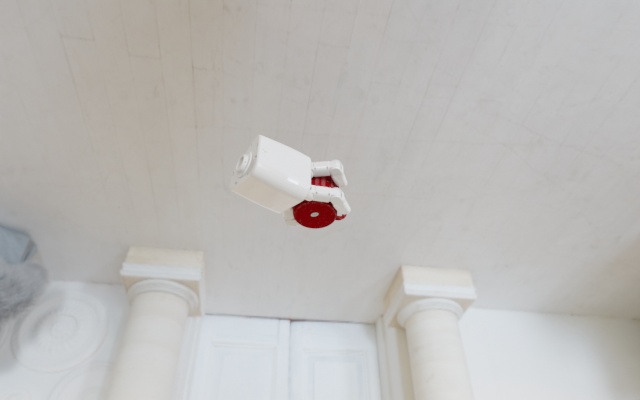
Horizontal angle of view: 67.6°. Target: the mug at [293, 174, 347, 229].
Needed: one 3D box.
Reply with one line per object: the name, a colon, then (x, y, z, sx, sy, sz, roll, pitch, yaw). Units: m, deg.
mug: (0.001, 0.004, 0.898, 0.117, 0.081, 0.093, 24, -47, -25)
